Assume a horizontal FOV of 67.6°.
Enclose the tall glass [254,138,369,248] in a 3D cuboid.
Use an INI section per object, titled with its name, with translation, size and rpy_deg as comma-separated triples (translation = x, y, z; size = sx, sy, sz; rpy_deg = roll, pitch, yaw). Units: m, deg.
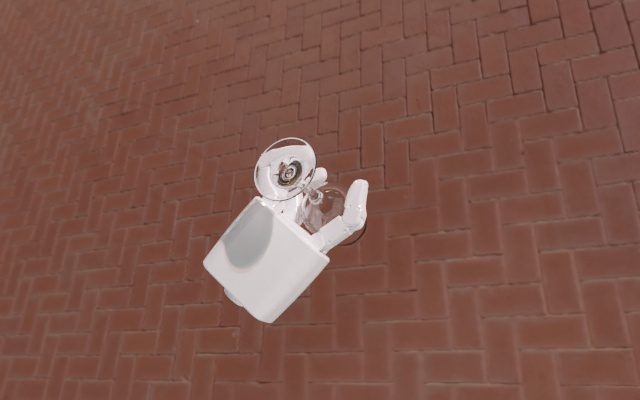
[tall glass]
translation = 0.000, 0.002, 0.592
size = 0.079, 0.079, 0.201
rpy_deg = 0, -21, 25
